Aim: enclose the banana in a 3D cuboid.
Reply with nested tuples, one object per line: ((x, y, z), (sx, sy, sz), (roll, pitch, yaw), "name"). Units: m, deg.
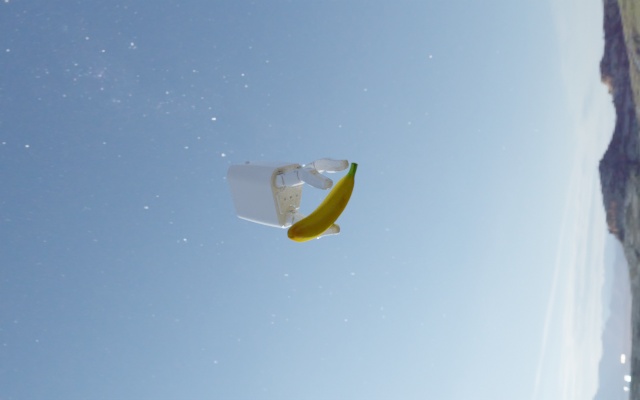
((0.005, 0.015, 0.771), (0.037, 0.070, 0.197), (14, 44, 29), "banana")
